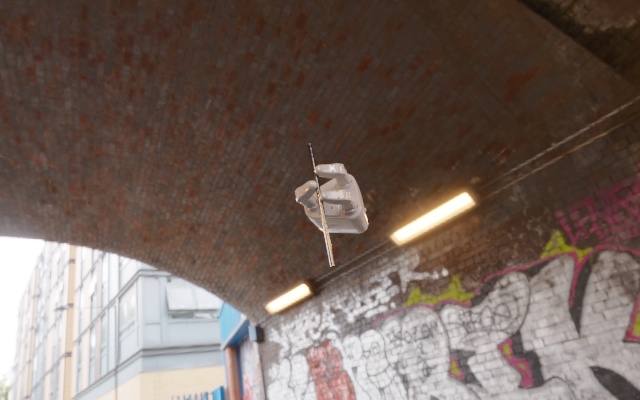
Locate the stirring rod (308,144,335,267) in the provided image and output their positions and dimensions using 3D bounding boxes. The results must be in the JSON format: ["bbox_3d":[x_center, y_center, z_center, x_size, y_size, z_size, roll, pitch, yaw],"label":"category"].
[{"bbox_3d":[0.000,0.003,0.849,0.011,0.239,0.011,-9,-24,-4],"label":"stirring rod"}]
